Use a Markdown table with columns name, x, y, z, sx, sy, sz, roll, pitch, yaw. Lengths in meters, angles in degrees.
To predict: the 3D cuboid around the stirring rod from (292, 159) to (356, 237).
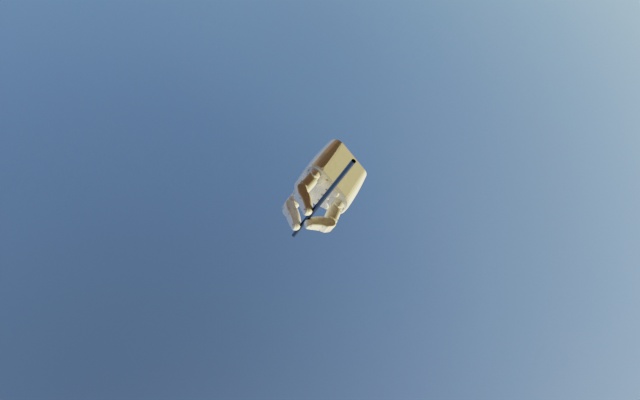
| name | x | y | z | sx | sy | sz | roll | pitch | yaw |
| --- | --- | --- | --- | --- | --- | --- | --- | --- | --- |
| stirring rod | 0.000 | 0.003 | 0.825 | 0.011 | 0.011 | 0.240 | 0 | -32 | -30 |
